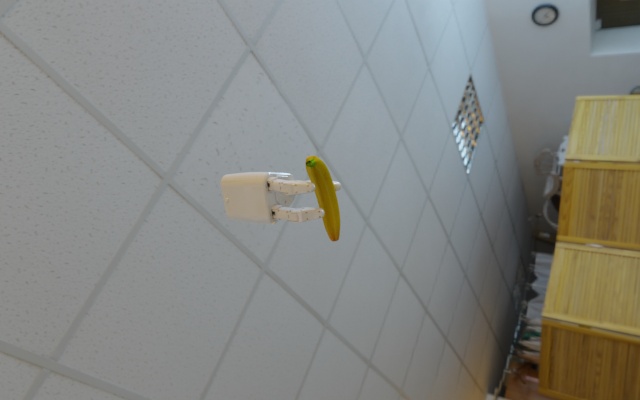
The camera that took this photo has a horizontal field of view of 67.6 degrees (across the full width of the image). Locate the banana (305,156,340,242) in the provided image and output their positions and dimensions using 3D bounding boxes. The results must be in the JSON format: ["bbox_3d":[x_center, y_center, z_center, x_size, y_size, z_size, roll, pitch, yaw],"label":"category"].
[{"bbox_3d":[0.004,-0.012,0.881,0.037,0.198,0.069,-2,42,22],"label":"banana"}]
